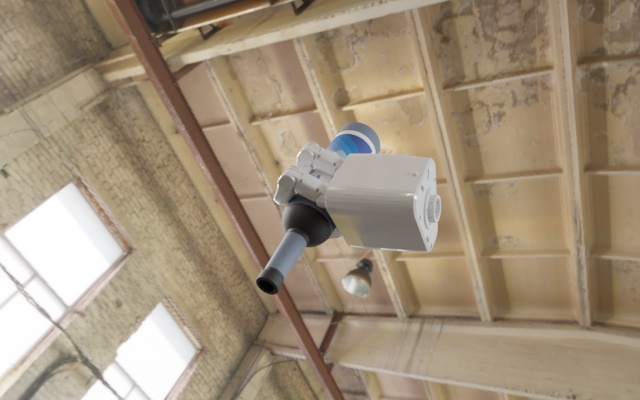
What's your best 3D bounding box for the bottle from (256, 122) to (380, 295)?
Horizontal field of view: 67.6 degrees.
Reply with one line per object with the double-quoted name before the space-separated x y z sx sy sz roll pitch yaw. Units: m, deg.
"bottle" 0.000 0.002 0.613 0.069 0.069 0.295 0 38 30
